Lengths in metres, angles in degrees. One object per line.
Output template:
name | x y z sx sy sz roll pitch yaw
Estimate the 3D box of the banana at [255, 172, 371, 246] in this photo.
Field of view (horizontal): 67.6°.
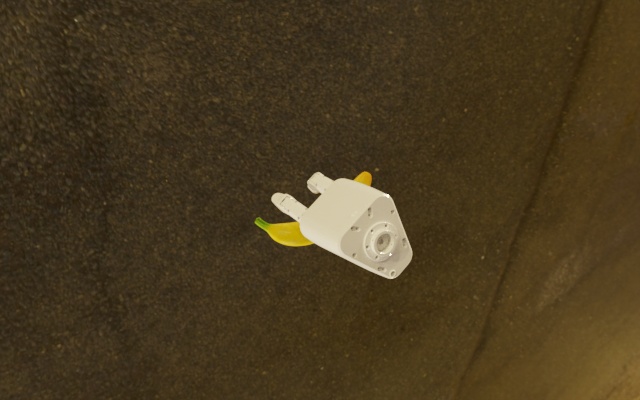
banana | 0.004 0.021 0.725 0.198 0.069 0.037 -23 3 -17
